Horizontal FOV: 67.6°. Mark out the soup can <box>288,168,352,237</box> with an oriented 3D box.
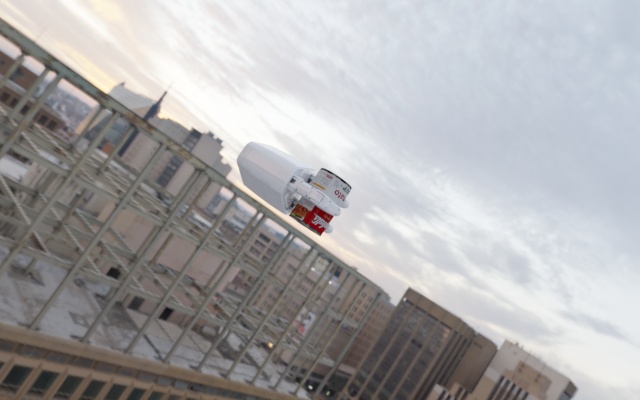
[{"bbox_3d":[0.001,0.003,0.834,0.068,0.102,0.068,33,-6,4],"label":"soup can"}]
